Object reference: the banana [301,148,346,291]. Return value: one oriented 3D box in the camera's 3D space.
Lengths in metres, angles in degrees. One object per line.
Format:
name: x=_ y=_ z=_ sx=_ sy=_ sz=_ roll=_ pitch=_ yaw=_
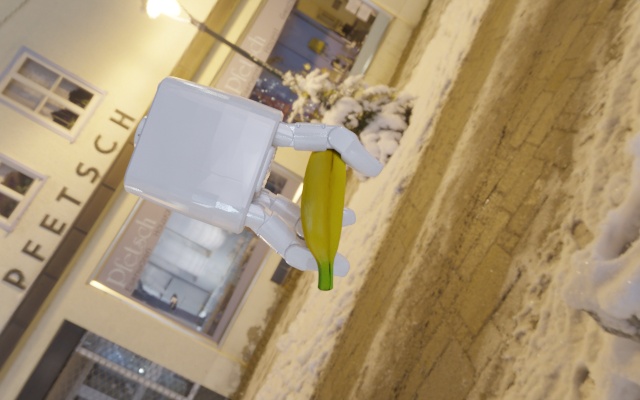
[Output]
banana: x=0.003 y=-0.012 z=0.434 sx=0.037 sy=0.070 sz=0.197 roll=9 pitch=35 yaw=-1
